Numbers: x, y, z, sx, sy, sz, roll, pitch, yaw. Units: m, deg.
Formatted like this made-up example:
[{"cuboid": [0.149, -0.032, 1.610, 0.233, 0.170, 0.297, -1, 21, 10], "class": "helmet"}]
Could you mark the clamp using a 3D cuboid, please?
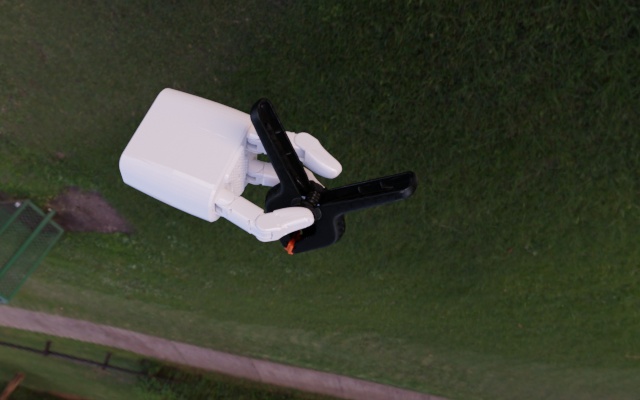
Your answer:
[{"cuboid": [-0.001, 0.002, 0.498, 0.164, 0.036, 0.210, 24, -36, 8], "class": "clamp"}]
